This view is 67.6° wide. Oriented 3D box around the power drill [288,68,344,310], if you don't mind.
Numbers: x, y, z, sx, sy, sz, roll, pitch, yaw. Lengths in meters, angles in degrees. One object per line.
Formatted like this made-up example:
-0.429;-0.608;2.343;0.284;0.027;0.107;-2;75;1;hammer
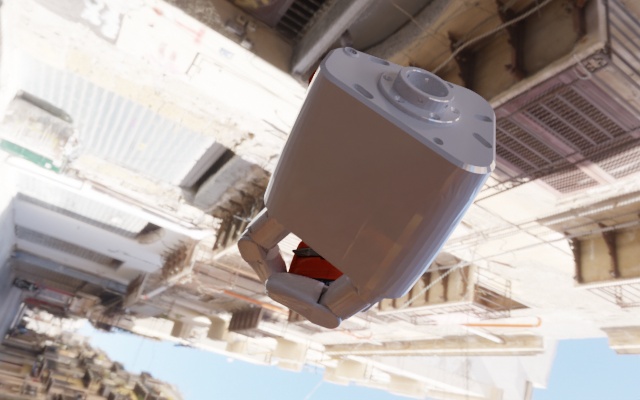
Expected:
0.000;0.002;0.434;0.057;0.187;0.184;3;-29;-4;power drill
